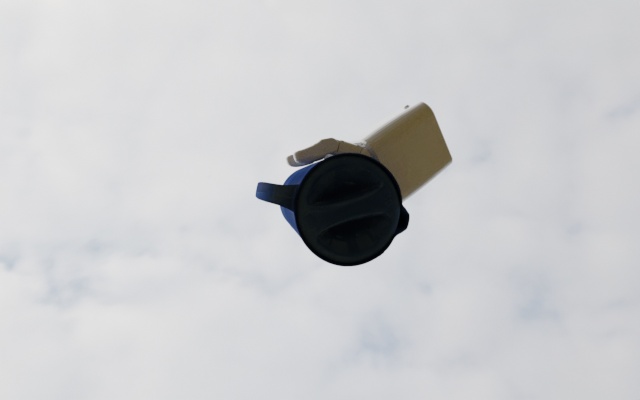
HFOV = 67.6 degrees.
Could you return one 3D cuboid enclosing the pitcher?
[{"bbox_3d":[0.000,0.002,0.664,0.145,0.149,0.243,-35,10,-9],"label":"pitcher"}]
